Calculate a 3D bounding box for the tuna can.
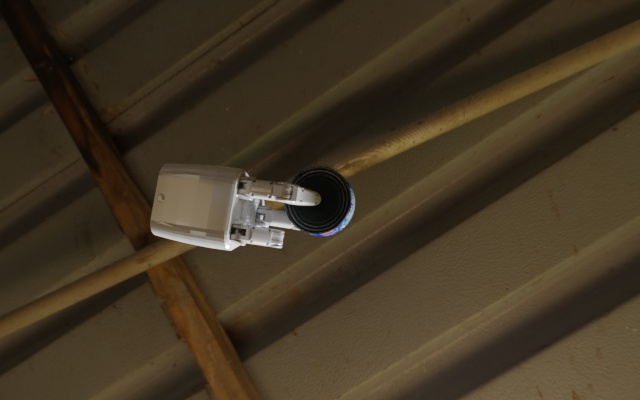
[{"bbox_3d":[0.000,0.002,0.603,0.086,0.086,0.034,0,-10,16],"label":"tuna can"}]
